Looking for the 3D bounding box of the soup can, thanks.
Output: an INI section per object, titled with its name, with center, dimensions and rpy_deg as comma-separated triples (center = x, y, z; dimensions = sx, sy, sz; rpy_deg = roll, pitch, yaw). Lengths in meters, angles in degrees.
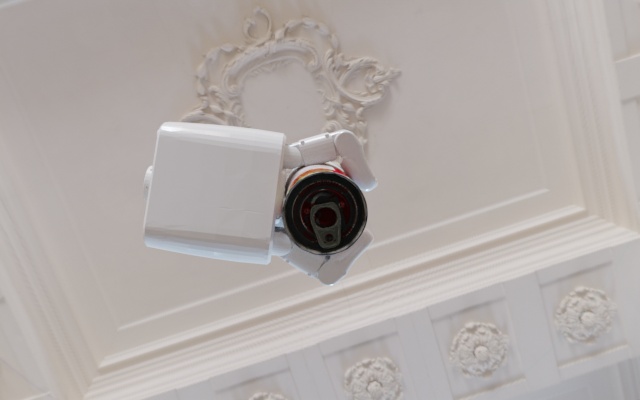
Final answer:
[soup can]
center = 0.001, 0.001, 0.423
dimensions = 0.068, 0.068, 0.102
rpy_deg = 0, 11, -4
